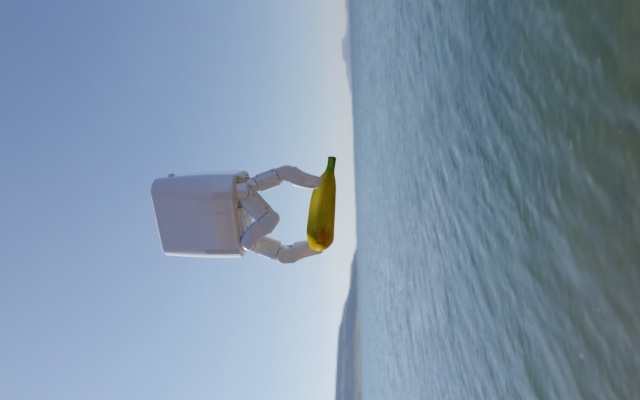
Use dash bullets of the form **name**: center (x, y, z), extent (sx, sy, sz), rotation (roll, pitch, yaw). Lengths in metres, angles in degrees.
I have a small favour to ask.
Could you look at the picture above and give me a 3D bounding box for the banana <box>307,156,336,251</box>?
- **banana**: center (0.001, 0.016, 0.632), extent (0.037, 0.070, 0.197), rotation (0, 34, 4)
